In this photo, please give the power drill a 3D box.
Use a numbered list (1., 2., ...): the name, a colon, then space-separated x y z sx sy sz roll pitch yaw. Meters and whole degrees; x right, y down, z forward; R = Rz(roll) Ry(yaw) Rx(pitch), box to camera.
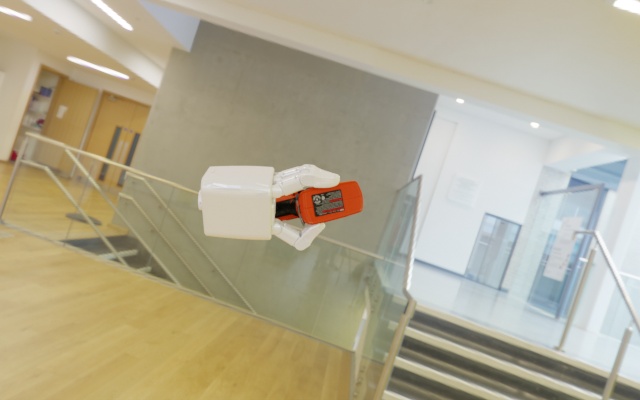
1. power drill: 0.000 0.003 0.825 0.184 0.057 0.187 -15 2 -21
